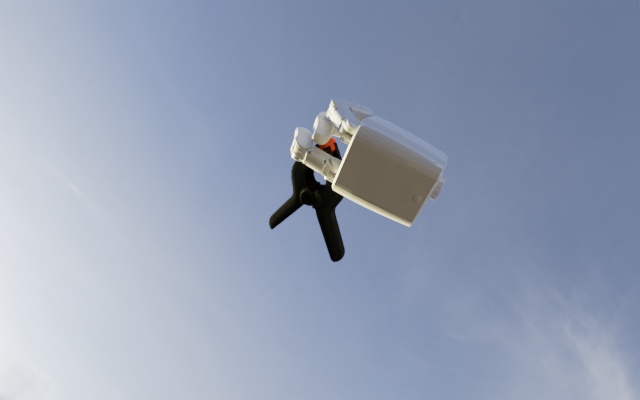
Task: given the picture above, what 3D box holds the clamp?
[{"bbox_3d":[0.000,0.002,0.635,0.120,0.172,0.039,29,38,9],"label":"clamp"}]
